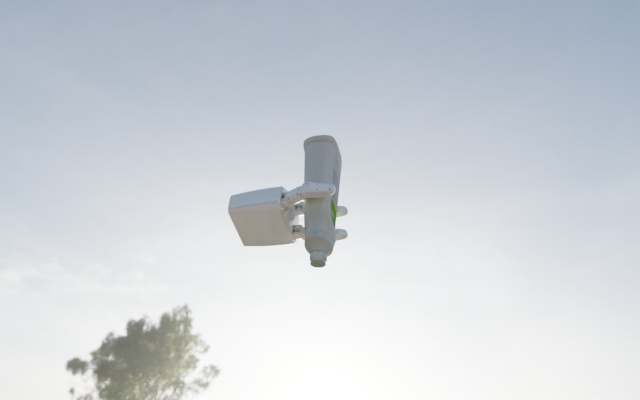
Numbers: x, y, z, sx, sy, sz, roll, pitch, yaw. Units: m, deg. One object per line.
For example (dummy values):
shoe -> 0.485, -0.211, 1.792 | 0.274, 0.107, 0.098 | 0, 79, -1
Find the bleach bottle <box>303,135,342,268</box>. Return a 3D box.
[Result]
bleach bottle -> 0.000, 0.003, 0.888 | 0.068, 0.250, 0.103 | -7, -37, 14
